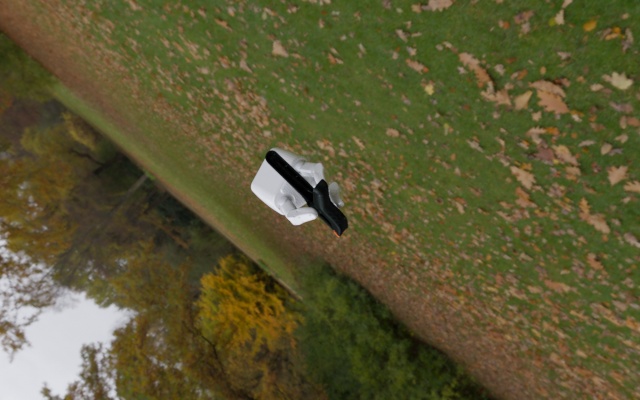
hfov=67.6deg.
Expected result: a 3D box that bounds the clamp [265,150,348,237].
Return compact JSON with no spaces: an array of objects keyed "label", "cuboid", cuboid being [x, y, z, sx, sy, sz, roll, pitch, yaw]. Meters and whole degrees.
[{"label":"clamp","cuboid":[0.000,0.004,0.848,0.164,0.036,0.210,32,-14,52]}]
